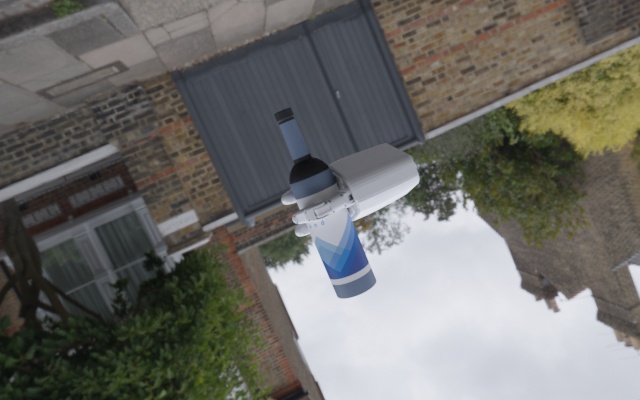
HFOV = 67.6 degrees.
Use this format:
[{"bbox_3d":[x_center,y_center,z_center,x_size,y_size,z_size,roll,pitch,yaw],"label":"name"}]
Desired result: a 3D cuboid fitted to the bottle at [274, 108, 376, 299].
[{"bbox_3d":[0.000,0.003,0.724,0.069,0.296,0.069,-22,8,3],"label":"bottle"}]
